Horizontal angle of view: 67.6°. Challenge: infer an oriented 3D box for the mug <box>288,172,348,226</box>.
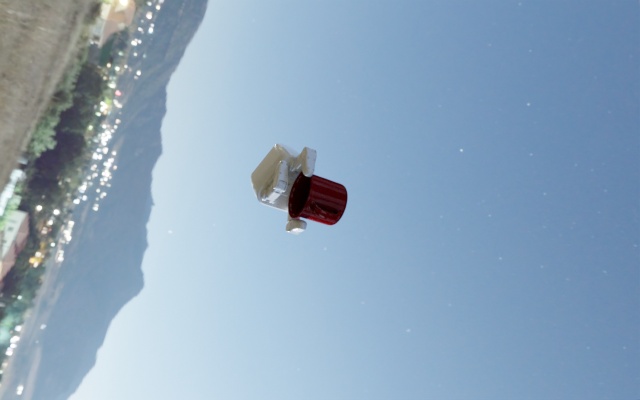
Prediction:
[{"bbox_3d":[0.001,0.003,0.867,0.081,0.093,0.117,18,16,-25],"label":"mug"}]
